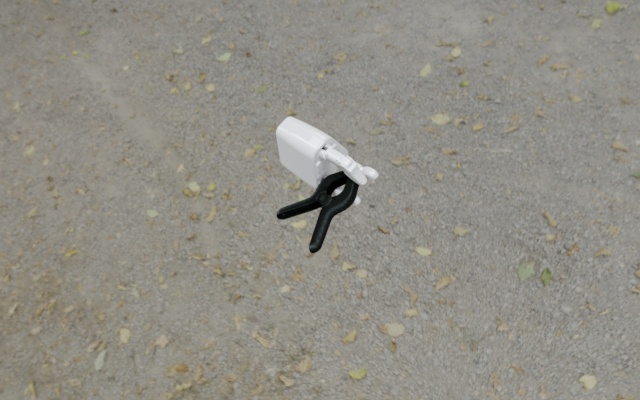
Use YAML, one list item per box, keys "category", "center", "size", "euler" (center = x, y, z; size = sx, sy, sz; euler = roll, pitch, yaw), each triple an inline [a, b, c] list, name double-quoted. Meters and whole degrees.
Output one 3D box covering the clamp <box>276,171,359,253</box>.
- category: "clamp"
  center: [0.000, 0.003, 0.874]
  size: [0.120, 0.171, 0.039]
  euler: [33, -14, 29]
